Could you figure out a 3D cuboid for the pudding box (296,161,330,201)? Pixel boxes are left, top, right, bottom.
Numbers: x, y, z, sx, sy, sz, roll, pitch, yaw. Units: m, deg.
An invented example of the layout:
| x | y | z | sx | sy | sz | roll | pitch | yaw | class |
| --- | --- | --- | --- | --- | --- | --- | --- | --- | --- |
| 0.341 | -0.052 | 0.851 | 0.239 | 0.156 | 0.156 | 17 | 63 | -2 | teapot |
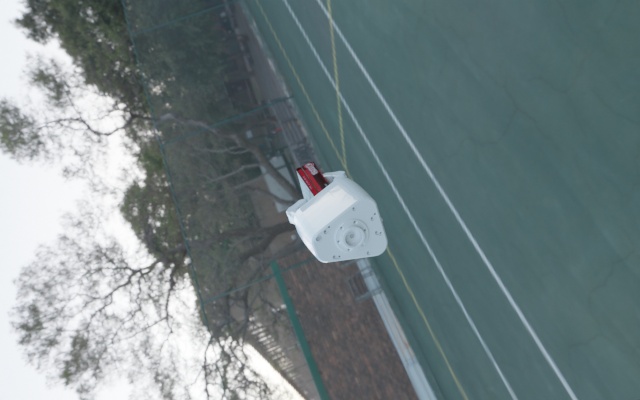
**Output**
| x | y | z | sx | sy | sz | roll | pitch | yaw | class |
| --- | --- | --- | --- | --- | --- | --- | --- | --- | --- |
| 0.000 | 0.003 | 0.815 | 0.039 | 0.114 | 0.090 | -23 | 49 | -11 | pudding box |
